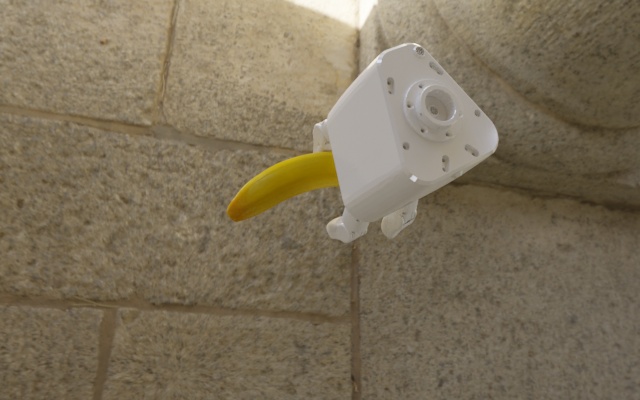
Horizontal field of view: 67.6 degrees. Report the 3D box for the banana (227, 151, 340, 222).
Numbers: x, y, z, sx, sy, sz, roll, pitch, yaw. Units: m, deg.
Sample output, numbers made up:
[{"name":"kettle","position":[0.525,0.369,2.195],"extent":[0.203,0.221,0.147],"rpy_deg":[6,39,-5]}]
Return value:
[{"name":"banana","position":[0.002,-0.017,0.492],"extent":[0.198,0.069,0.037],"rpy_deg":[-1,-10,-21]}]
